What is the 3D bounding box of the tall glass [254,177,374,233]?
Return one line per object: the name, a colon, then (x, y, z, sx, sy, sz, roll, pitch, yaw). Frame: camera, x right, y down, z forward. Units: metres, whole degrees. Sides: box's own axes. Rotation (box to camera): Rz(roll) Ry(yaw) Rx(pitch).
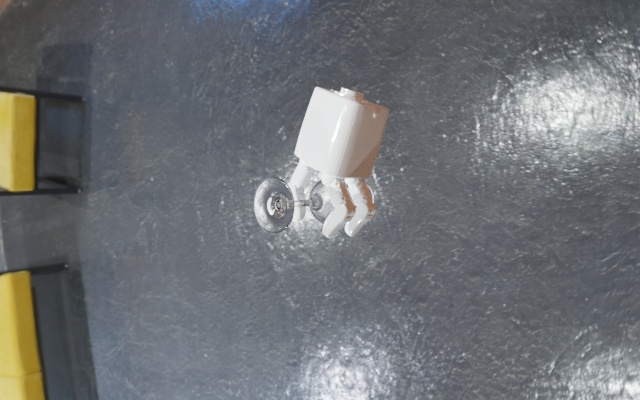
tall glass: (0.000, 0.002, 0.704, 0.079, 0.079, 0.201, 0, 2, 39)
